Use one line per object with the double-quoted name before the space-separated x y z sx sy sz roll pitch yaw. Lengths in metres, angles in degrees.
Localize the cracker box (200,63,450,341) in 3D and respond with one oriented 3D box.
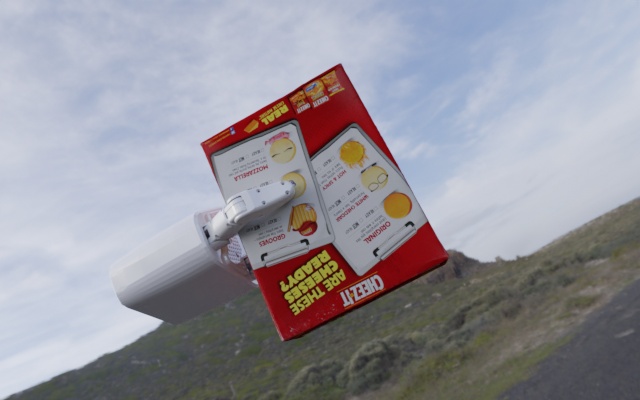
"cracker box" 0.000 0.001 0.467 0.164 0.213 0.072 -28 -17 7
